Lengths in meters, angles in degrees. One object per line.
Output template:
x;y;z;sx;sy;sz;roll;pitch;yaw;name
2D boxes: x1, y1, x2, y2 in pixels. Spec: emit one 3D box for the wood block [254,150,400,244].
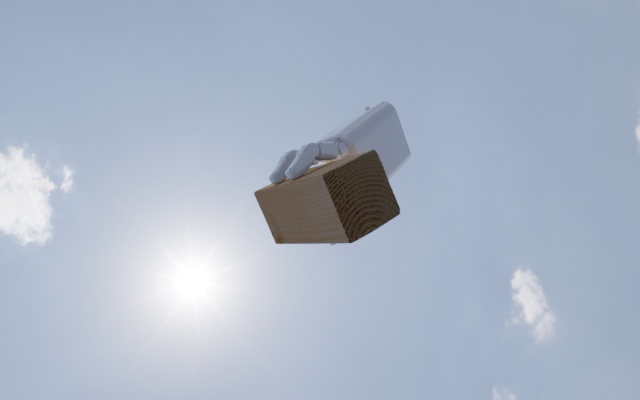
0.000;0.002;0.662;0.090;0.091;0.206;-28;9;-29;wood block
